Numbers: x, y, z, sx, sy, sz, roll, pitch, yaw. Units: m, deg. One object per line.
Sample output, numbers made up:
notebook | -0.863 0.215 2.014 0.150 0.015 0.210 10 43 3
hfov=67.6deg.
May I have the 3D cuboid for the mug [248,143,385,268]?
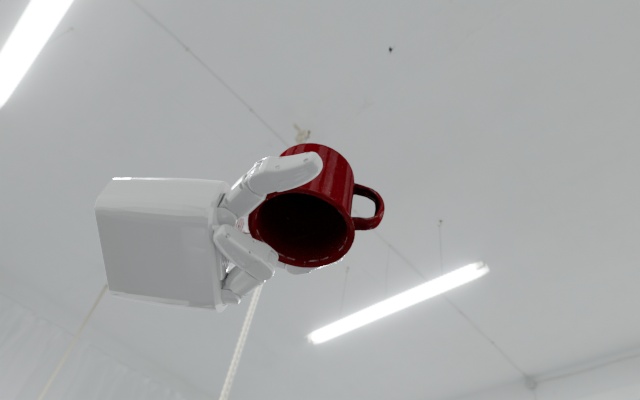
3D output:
mug | 0.002 0.001 0.437 0.117 0.093 0.081 3 40 7
